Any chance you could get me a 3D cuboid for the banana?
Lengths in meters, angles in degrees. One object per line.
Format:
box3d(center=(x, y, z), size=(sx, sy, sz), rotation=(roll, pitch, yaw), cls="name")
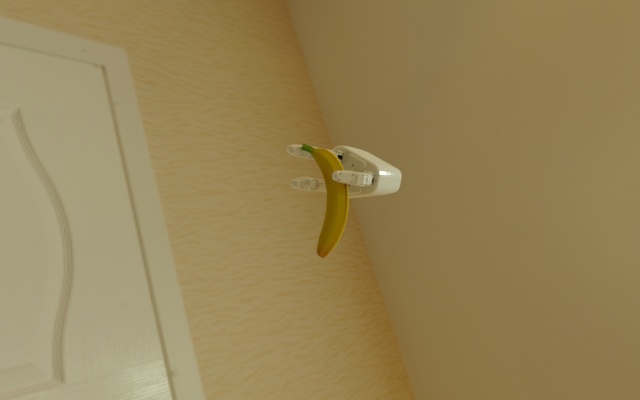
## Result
box3d(center=(0.016, -0.003, 0.812), size=(0.069, 0.198, 0.037), rotation=(-9, -3, 28), cls="banana")
